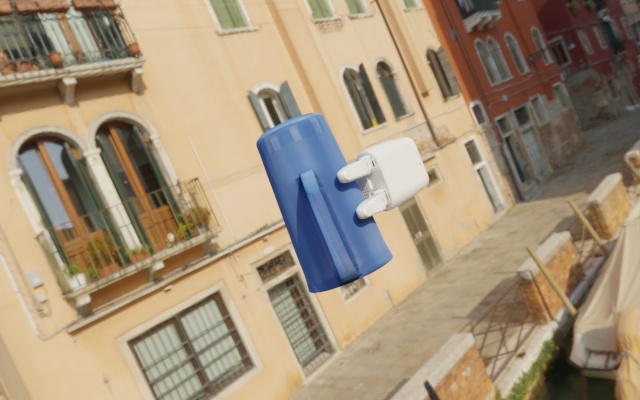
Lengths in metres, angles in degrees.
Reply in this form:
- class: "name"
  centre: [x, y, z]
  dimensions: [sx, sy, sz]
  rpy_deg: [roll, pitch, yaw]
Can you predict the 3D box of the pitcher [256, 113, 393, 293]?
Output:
- class: "pitcher"
  centre: [0.000, 0.002, 0.687]
  dimensions: [0.145, 0.243, 0.149]
  rpy_deg: [-25, 2, -41]
